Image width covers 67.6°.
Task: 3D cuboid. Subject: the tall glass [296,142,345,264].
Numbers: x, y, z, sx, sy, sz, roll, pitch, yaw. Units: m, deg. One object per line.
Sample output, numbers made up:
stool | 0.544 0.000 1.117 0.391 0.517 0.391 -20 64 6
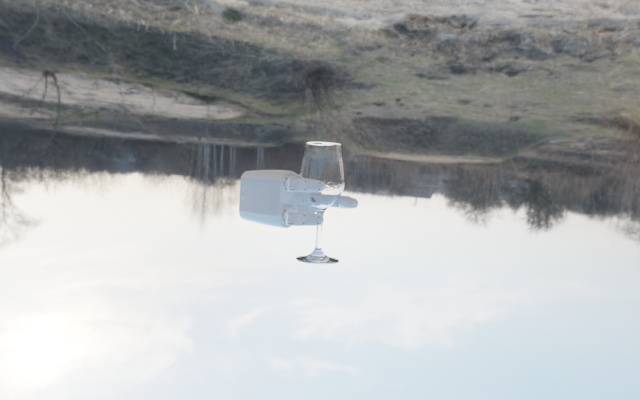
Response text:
tall glass | 0.000 0.003 0.812 0.079 0.201 0.079 3 3 0
